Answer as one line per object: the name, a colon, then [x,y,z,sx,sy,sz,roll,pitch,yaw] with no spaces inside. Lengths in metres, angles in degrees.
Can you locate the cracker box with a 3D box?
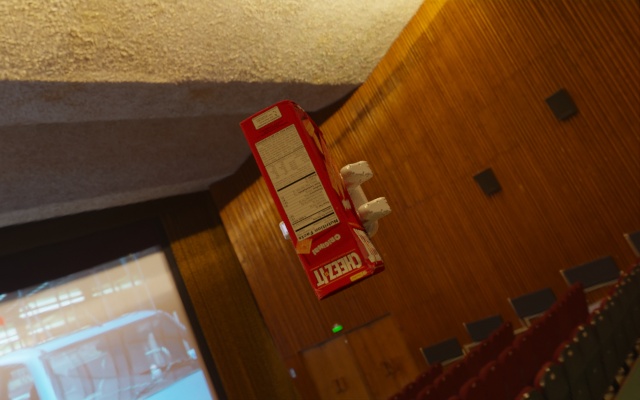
cracker box: [0.000,0.002,0.577,0.072,0.213,0.164,-27,-11,9]
